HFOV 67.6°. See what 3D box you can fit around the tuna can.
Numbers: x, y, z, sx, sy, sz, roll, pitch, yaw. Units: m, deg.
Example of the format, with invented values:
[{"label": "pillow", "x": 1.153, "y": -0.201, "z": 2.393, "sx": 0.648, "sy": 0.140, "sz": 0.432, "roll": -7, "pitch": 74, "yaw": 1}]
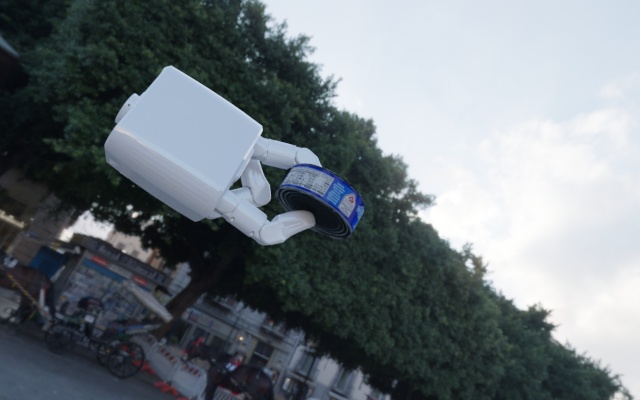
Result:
[{"label": "tuna can", "x": 0.000, "y": 0.001, "z": 0.475, "sx": 0.086, "sy": 0.033, "sz": 0.086, "roll": 27, "pitch": -22, "yaw": 12}]
